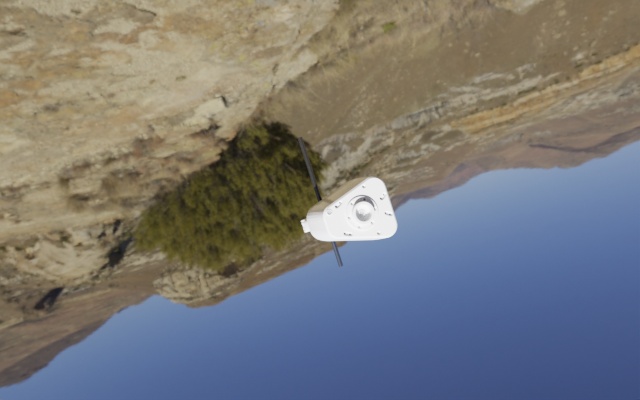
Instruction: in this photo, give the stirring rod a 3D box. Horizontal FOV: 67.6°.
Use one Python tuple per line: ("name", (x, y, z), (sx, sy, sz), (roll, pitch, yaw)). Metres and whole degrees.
("stirring rod", (0.000, 0.003, 0.851), (0.011, 0.239, 0.011), (-18, 1, 0))
